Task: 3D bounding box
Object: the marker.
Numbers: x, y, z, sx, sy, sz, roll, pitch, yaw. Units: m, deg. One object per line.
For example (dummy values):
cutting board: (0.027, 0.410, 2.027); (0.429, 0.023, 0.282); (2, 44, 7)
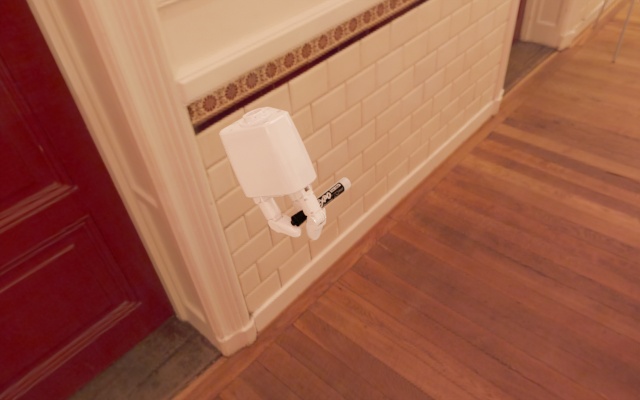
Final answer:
marker: (0.000, 0.002, 0.725); (0.121, 0.020, 0.020); (-37, 21, -31)
